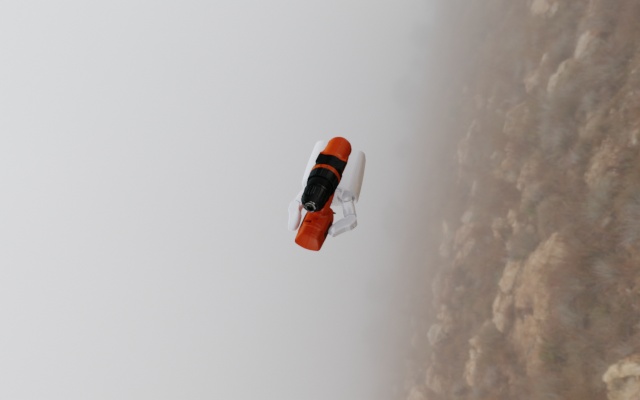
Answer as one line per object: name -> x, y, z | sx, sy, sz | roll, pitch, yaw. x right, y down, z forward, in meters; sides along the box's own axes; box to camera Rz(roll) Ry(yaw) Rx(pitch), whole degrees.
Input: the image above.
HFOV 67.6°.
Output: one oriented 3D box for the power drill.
power drill -> 0.000, 0.003, 0.846 | 0.057, 0.188, 0.184 | 22, 44, 6
